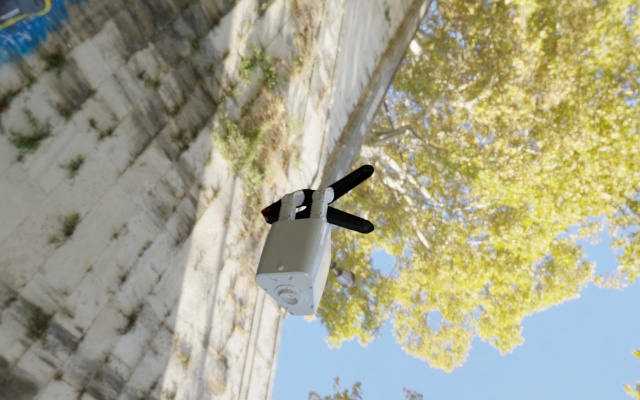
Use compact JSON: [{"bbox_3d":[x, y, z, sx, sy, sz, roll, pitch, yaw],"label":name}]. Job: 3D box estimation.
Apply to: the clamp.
[{"bbox_3d":[0.000,0.004,0.831,0.210,0.036,0.164,-6,39,21],"label":"clamp"}]
